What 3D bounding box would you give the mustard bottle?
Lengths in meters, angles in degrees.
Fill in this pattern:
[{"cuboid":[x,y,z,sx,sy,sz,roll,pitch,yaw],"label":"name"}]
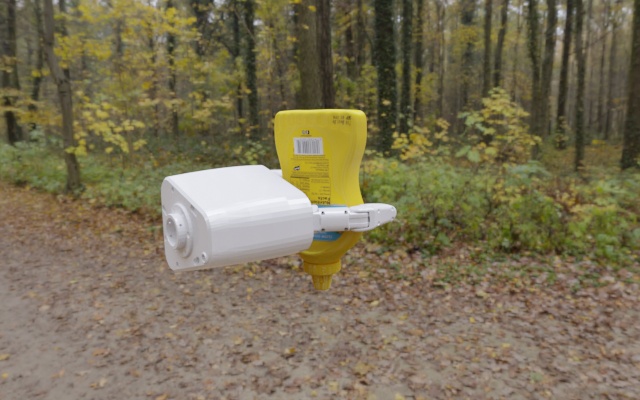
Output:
[{"cuboid":[0.000,0.001,0.506,0.096,0.191,0.058,4,11,27],"label":"mustard bottle"}]
